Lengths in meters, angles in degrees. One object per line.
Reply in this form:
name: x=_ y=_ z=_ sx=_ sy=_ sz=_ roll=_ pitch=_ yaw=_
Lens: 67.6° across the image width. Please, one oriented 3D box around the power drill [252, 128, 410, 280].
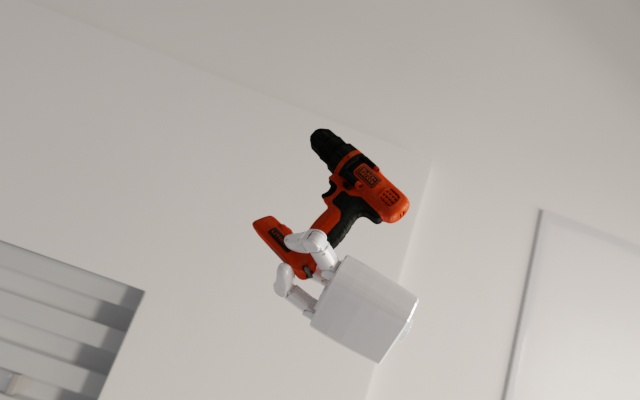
power drill: x=0.000 y=0.003 z=0.663 sx=0.184 sy=0.187 sz=0.057 roll=45 pitch=-11 yaw=25
